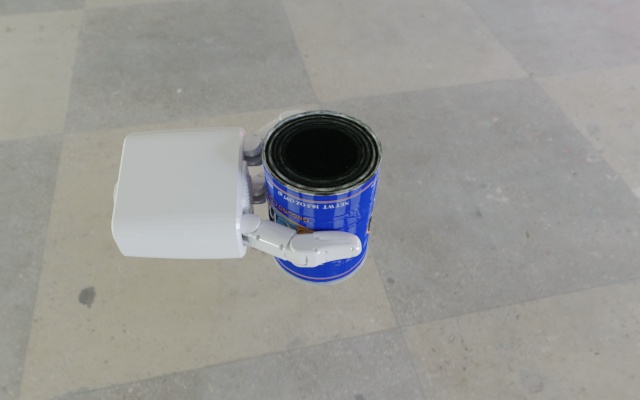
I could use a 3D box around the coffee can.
[{"bbox_3d":[0.000,0.002,0.455,0.103,0.102,0.140,0,-41,-1],"label":"coffee can"}]
